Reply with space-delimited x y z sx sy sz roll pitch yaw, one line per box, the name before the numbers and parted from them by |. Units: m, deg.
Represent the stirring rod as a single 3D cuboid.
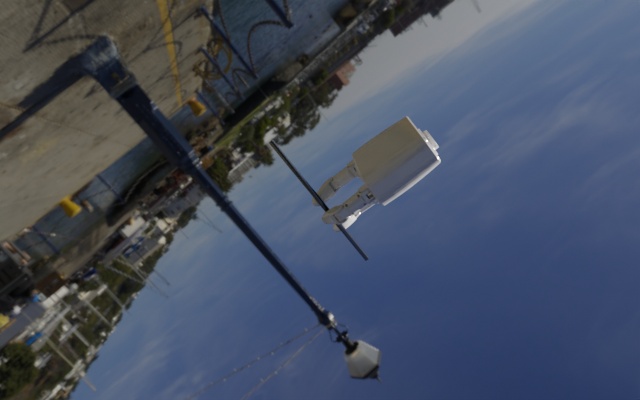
stirring rod | 0.000 0.002 0.739 0.011 0.239 0.011 -37 12 9
